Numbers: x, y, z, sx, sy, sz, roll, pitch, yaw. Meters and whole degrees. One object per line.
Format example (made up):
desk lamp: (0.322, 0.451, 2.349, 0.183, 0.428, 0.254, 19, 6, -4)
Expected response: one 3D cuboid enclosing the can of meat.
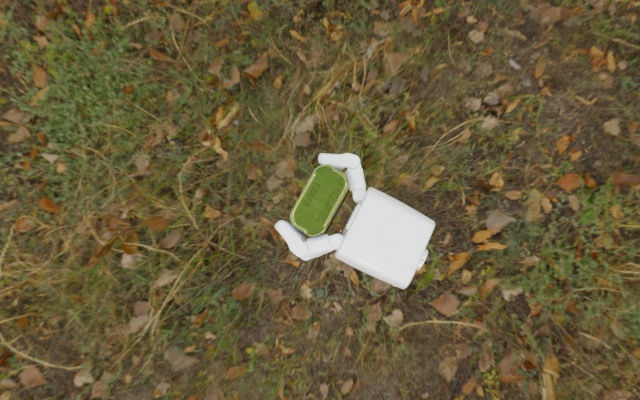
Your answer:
can of meat: (0.000, 0.002, 0.671, 0.057, 0.102, 0.084, 29, -2, 3)
